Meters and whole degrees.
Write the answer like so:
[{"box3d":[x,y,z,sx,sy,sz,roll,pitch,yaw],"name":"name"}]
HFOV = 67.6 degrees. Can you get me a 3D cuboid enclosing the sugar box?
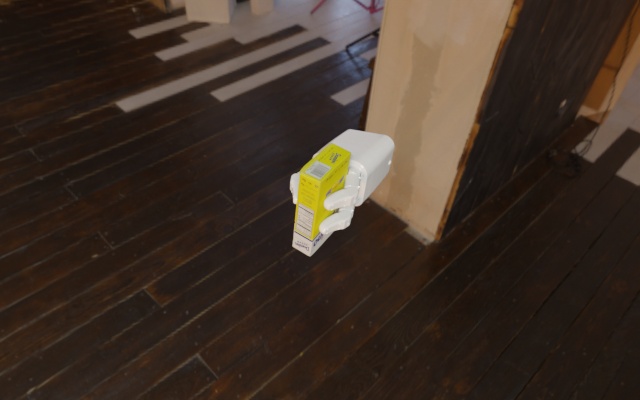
[{"box3d":[0.001,0.003,0.787,0.048,0.176,0.093,27,48,21],"name":"sugar box"}]
